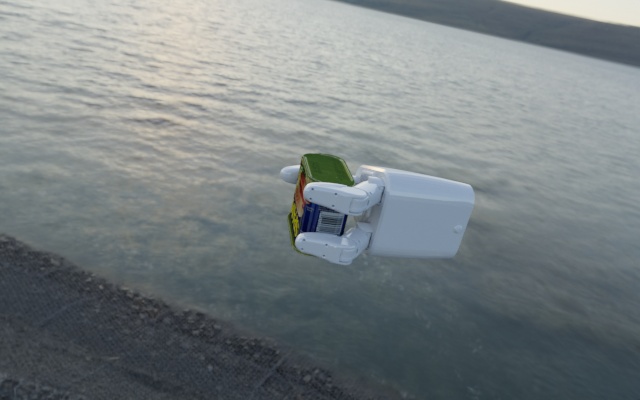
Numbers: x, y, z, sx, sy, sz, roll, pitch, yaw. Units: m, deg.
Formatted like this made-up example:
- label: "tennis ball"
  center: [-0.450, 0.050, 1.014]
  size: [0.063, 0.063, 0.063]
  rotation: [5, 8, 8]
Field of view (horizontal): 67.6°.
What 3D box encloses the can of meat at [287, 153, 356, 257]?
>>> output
- label: "can of meat"
  center: [0.000, 0.001, 0.531]
  size: [0.057, 0.084, 0.102]
  rotation: [8, 23, -12]
